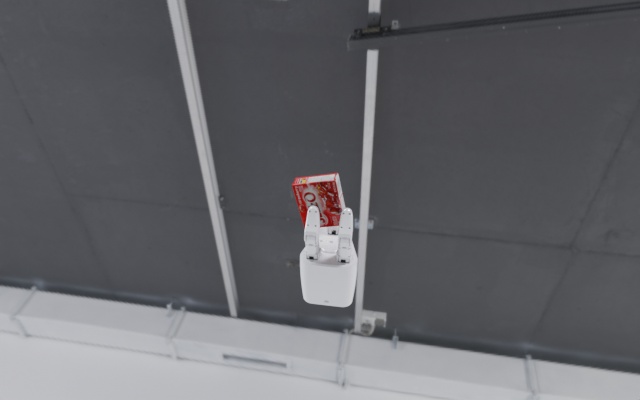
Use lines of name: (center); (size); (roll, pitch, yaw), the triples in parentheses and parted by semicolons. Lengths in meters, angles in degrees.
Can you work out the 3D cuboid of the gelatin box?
gelatin box: (0.000, 0.002, 0.785); (0.073, 0.089, 0.030); (-5, 30, 15)
